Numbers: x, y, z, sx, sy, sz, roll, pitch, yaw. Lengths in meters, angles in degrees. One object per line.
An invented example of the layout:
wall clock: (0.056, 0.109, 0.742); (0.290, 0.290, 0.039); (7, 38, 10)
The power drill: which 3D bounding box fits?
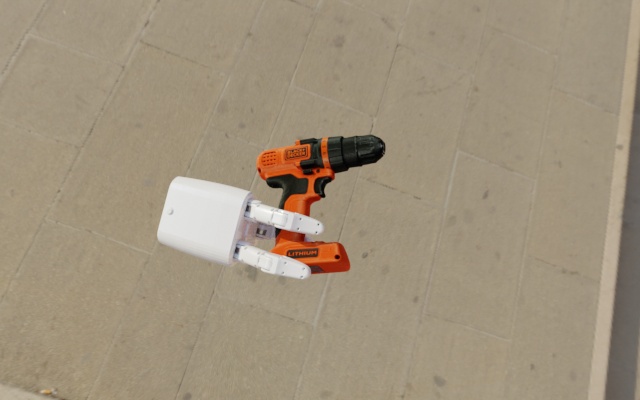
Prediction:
power drill: (0.000, 0.003, 0.641); (0.184, 0.187, 0.057); (-8, -26, 18)
